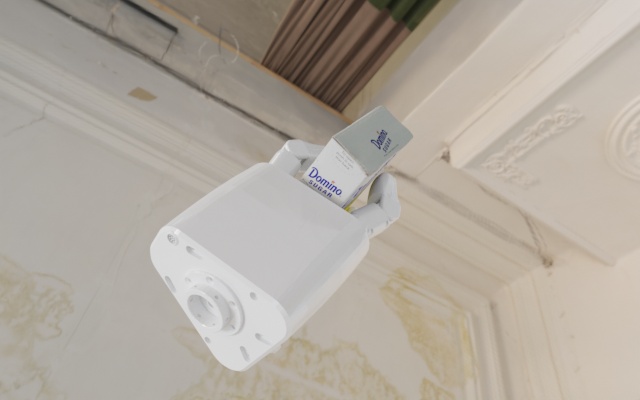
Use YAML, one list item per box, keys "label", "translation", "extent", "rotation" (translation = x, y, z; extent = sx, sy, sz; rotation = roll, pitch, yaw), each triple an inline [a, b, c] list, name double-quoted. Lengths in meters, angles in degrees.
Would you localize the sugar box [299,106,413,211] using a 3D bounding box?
- label: "sugar box"
  translation: [0.000, 0.002, 0.424]
  extent: [0.176, 0.048, 0.093]
  rotation: [-46, -4, 40]
